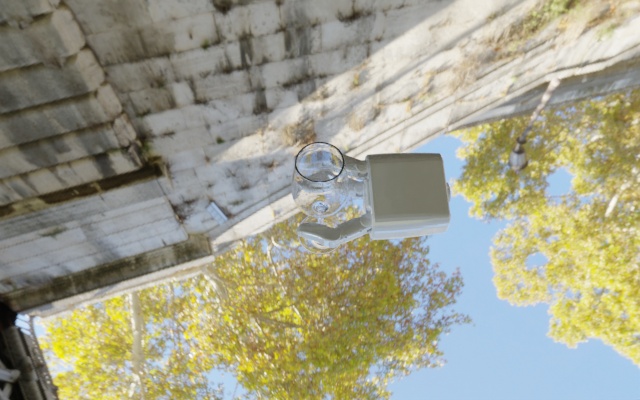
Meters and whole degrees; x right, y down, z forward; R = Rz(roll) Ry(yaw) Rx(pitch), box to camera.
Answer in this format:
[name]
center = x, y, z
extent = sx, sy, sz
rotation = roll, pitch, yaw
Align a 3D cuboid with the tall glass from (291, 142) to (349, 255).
[tall glass]
center = 0.000, 0.003, 0.674
extent = 0.079, 0.079, 0.201
rotation = 0, -30, 1
